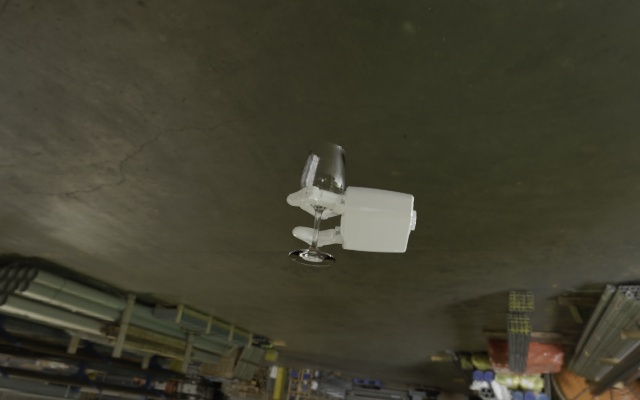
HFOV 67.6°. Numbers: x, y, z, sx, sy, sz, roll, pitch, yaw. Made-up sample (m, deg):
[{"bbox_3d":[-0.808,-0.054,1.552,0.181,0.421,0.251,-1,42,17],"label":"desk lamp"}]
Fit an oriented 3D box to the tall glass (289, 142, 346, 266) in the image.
[{"bbox_3d":[0.000,0.003,0.798,0.079,0.201,0.079,6,-25,3],"label":"tall glass"}]
